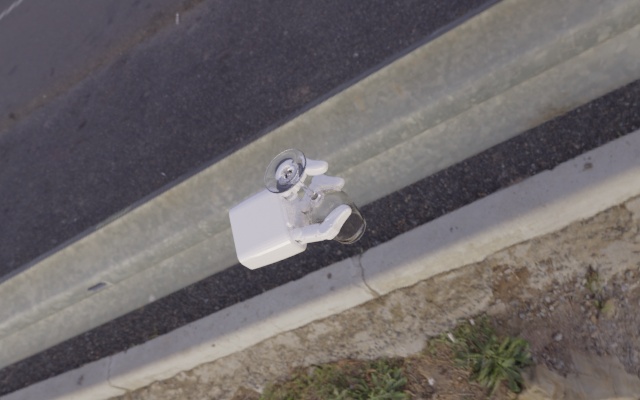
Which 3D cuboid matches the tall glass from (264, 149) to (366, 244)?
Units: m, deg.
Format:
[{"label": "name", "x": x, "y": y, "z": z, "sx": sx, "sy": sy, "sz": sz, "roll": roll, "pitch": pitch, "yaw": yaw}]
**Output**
[{"label": "tall glass", "x": 0.000, "y": 0.002, "z": 0.762, "sx": 0.079, "sy": 0.079, "sz": 0.201, "roll": 0, "pitch": -27, "yaw": 37}]
